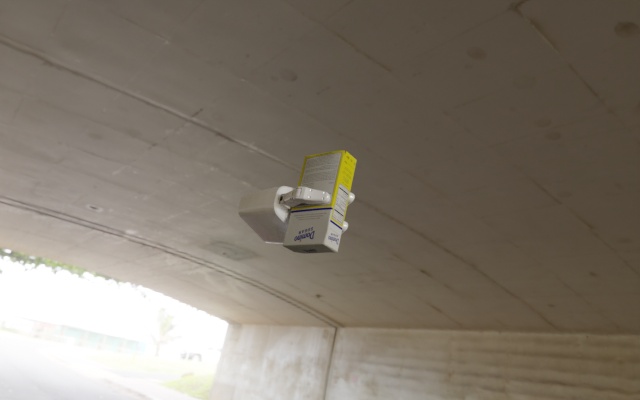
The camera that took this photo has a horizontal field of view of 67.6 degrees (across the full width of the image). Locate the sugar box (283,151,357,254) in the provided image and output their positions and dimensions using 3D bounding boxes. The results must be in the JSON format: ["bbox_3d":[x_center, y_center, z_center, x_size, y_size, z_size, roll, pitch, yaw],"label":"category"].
[{"bbox_3d":[0.000,0.003,0.822,0.093,0.176,0.048,-5,-26,38],"label":"sugar box"}]
